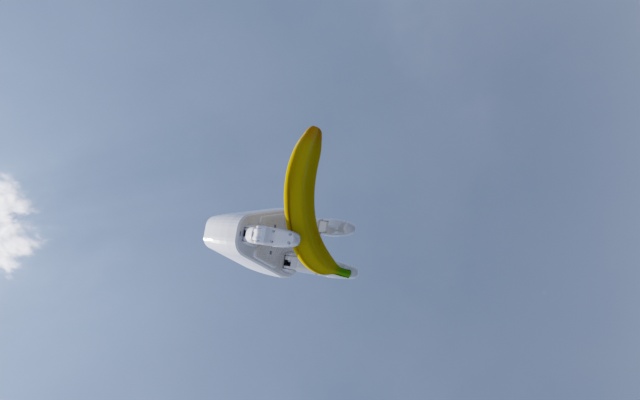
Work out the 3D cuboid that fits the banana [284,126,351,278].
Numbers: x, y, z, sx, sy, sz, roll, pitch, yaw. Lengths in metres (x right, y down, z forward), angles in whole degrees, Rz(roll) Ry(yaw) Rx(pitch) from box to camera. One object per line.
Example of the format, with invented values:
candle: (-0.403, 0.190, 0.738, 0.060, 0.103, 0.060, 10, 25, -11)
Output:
banana: (-0.014, 0.010, 0.591, 0.069, 0.198, 0.037, -17, 10, -36)
